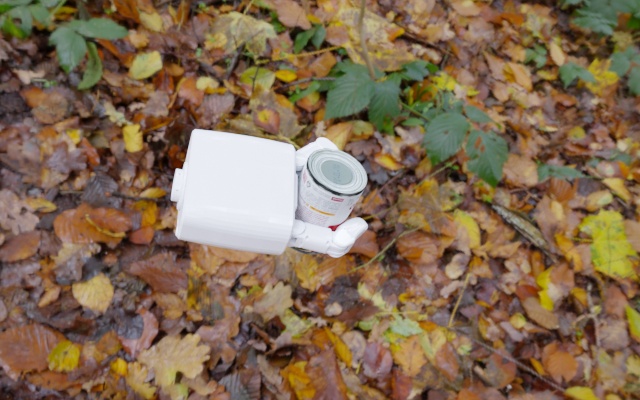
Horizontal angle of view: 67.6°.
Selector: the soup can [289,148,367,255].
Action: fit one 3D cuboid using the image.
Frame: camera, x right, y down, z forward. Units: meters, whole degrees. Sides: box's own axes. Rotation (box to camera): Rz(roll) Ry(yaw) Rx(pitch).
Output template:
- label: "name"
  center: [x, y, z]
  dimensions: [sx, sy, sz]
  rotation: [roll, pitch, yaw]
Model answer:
- label: "soup can"
  center: [0.001, 0.002, 0.516]
  dimensions: [0.068, 0.068, 0.102]
  rotation: [0, -41, -27]
